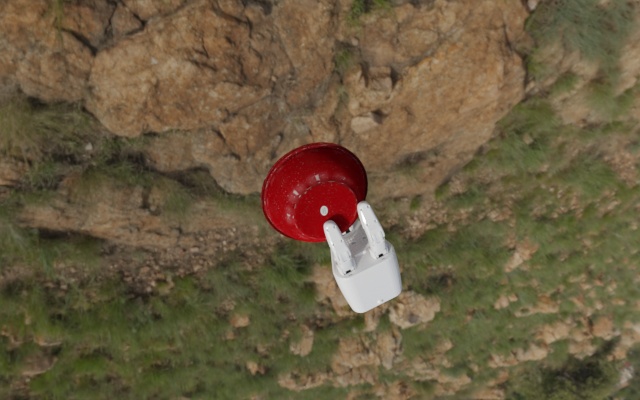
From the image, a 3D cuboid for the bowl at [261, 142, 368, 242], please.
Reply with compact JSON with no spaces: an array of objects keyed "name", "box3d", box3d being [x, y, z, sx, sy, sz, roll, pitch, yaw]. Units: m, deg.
[{"name":"bowl","box3d":[-0.001,0.002,0.673,0.162,0.162,0.055,0,28,-18]}]
